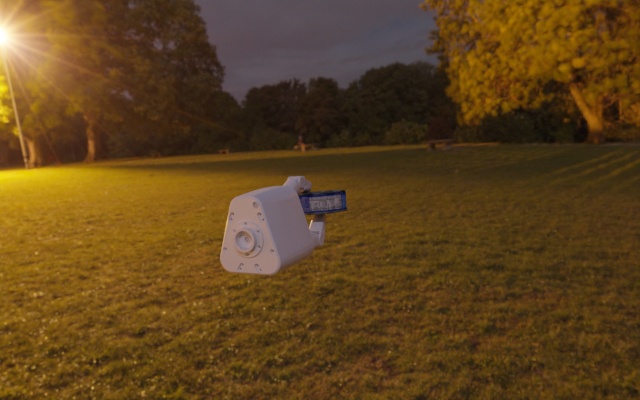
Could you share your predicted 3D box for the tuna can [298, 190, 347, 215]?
[{"bbox_3d":[0.000,0.002,0.778,0.086,0.034,0.086,-4,3,0],"label":"tuna can"}]
